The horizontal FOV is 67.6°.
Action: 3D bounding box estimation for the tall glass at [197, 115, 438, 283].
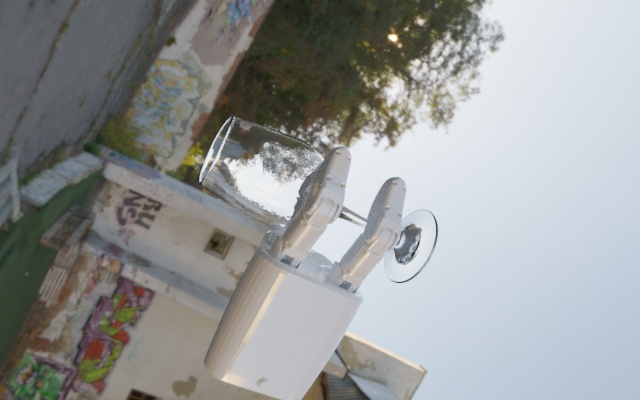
[{"bbox_3d":[0.001,0.001,0.410,0.201,0.079,0.079,27,-10,-20],"label":"tall glass"}]
